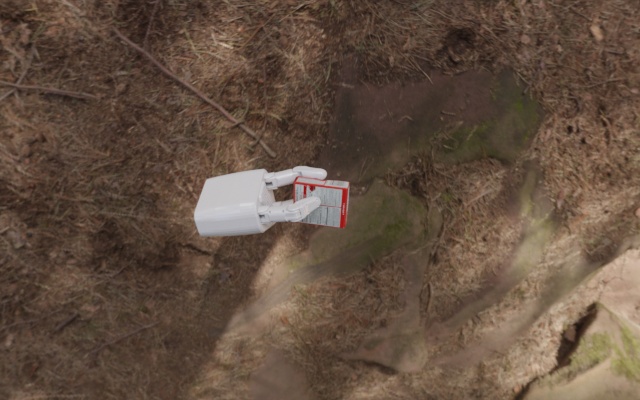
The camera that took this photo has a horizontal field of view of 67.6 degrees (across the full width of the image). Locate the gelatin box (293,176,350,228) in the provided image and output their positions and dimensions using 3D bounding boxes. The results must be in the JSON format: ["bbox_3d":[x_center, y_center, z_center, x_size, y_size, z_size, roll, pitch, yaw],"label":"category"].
[{"bbox_3d":[0.000,0.003,0.775,0.089,0.073,0.030,7,26,9],"label":"gelatin box"}]
